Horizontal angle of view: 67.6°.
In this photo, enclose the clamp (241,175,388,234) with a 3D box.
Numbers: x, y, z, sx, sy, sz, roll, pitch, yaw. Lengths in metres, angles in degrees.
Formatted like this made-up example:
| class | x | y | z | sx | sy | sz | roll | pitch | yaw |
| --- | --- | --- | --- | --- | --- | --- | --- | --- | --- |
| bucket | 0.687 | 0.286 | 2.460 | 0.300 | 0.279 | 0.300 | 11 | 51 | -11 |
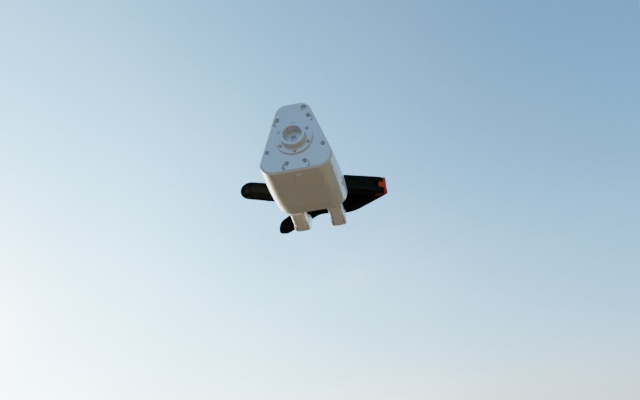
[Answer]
| class | x | y | z | sx | sy | sz | roll | pitch | yaw |
| --- | --- | --- | --- | --- | --- | --- | --- | --- | --- |
| clamp | 0.001 | 0.002 | 0.748 | 0.210 | 0.036 | 0.165 | -9 | -26 | 7 |
